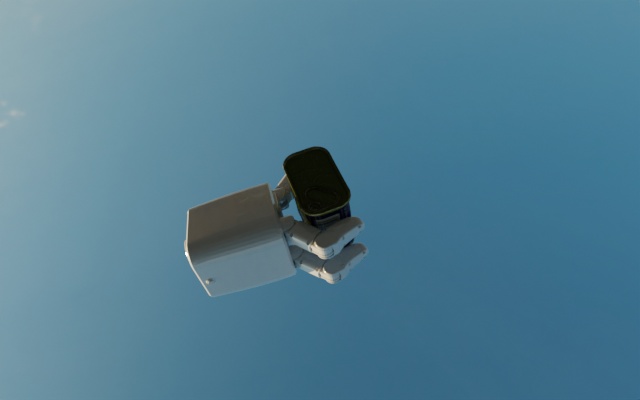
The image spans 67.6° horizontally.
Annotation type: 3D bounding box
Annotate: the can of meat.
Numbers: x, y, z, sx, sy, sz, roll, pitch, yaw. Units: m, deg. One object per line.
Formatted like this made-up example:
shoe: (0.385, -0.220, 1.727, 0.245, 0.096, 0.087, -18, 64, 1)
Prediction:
can of meat: (0.000, 0.002, 0.564, 0.057, 0.102, 0.084, -20, -41, -7)
